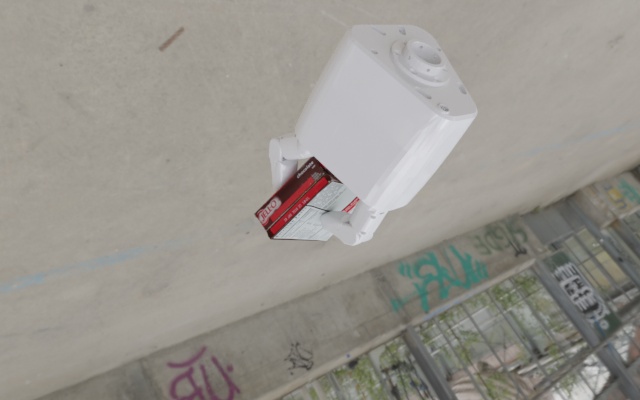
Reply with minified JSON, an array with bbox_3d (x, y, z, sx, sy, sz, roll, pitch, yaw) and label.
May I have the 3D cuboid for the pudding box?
[{"bbox_3d":[0.000,0.002,0.494,0.090,0.039,0.113,-42,-26,20],"label":"pudding box"}]
